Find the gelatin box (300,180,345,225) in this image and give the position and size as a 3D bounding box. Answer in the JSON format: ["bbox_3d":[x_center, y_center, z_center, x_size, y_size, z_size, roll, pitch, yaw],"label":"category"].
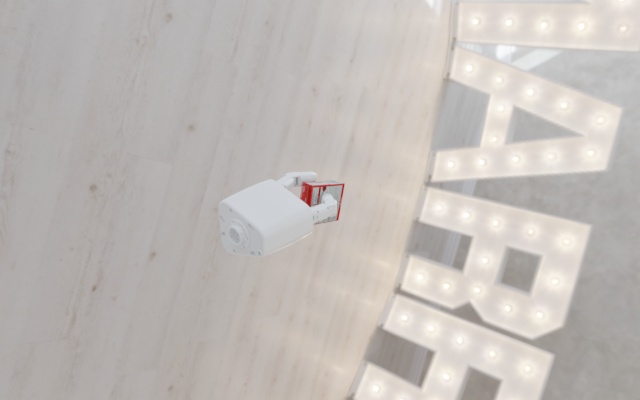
[{"bbox_3d":[0.001,0.003,0.860,0.030,0.073,0.089,21,19,40],"label":"gelatin box"}]
